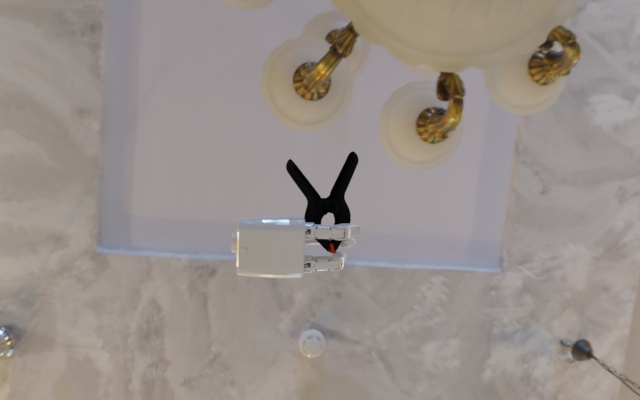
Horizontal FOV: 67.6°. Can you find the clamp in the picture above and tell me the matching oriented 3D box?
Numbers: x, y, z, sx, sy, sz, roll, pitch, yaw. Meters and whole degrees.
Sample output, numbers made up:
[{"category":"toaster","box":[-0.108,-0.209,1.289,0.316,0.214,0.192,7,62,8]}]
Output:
[{"category":"clamp","box":[0.000,0.003,0.790,0.120,0.171,0.039,1,8,-10]}]
